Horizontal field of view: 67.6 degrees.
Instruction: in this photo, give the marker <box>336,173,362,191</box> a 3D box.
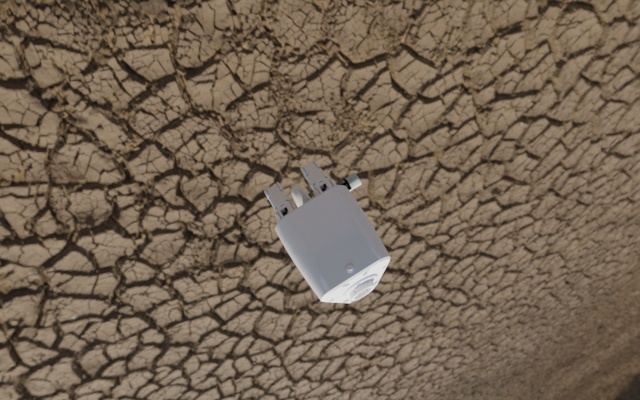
[{"bbox_3d":[0.000,0.002,0.645,0.121,0.020,0.020,-32,2,-3],"label":"marker"}]
